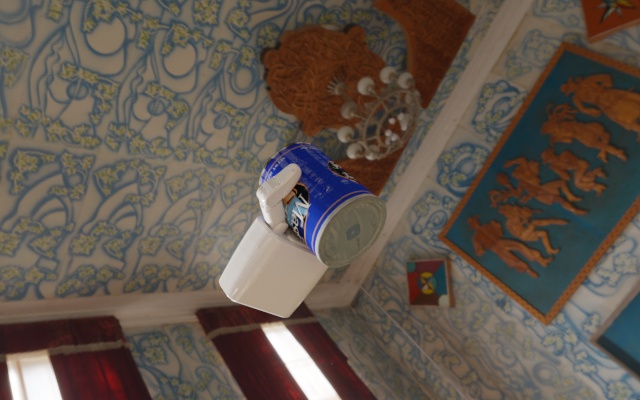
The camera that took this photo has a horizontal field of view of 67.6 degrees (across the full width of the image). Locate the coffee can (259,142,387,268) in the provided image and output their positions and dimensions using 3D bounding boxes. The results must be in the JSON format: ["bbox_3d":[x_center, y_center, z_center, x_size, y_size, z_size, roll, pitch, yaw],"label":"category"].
[{"bbox_3d":[0.000,0.002,0.608,0.103,0.103,0.140,0,32,-42],"label":"coffee can"}]
